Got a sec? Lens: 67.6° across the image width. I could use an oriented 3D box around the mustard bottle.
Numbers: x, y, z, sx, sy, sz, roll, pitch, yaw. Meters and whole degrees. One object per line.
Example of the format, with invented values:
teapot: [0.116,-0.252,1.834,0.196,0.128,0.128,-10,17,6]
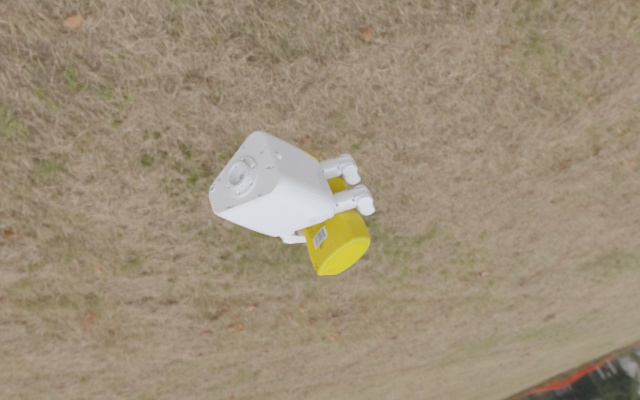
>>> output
mustard bottle: [0.000,0.002,0.676,0.058,0.191,0.096,2,-38,-35]
